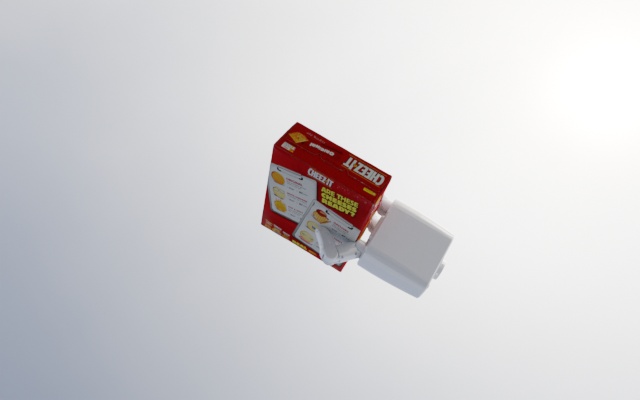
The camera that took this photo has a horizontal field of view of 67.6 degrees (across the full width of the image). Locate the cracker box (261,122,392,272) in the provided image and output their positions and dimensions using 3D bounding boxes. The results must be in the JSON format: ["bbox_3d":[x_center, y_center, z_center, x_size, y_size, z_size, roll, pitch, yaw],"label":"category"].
[{"bbox_3d":[0.000,0.003,0.744,0.164,0.072,0.214,30,-35,9],"label":"cracker box"}]
